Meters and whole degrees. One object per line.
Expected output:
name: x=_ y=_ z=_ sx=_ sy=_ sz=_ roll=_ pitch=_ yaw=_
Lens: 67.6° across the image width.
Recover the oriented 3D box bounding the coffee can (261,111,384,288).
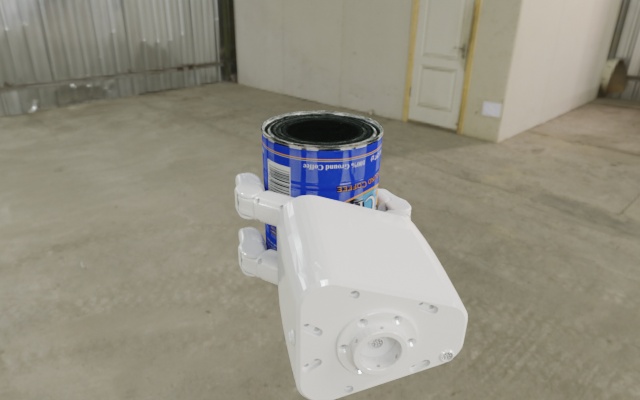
coffee can: x=0.000 y=0.001 z=0.427 sx=0.103 sy=0.140 sz=0.102 roll=1 pitch=25 yaw=0
